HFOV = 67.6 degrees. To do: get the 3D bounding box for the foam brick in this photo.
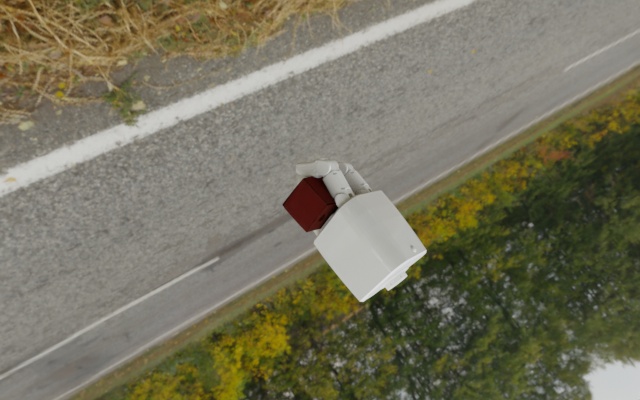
[{"bbox_3d":[0.000,0.002,0.641,0.078,0.051,0.053,-12,-34,-55],"label":"foam brick"}]
